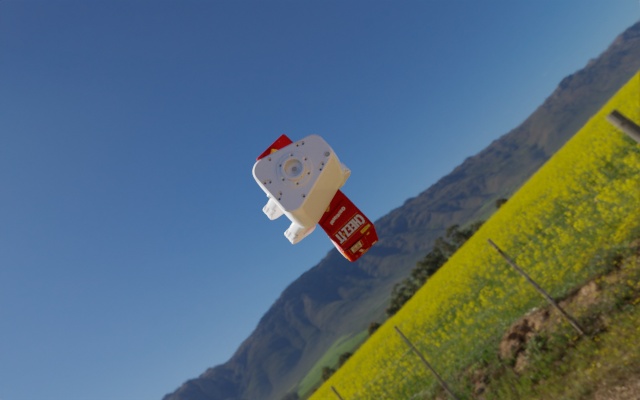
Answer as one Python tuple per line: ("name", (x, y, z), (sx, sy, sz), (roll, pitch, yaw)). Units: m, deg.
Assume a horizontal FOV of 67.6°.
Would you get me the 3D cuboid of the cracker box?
("cracker box", (0.000, 0.002, 0.822), (0.072, 0.213, 0.164), (-43, -16, -1))
